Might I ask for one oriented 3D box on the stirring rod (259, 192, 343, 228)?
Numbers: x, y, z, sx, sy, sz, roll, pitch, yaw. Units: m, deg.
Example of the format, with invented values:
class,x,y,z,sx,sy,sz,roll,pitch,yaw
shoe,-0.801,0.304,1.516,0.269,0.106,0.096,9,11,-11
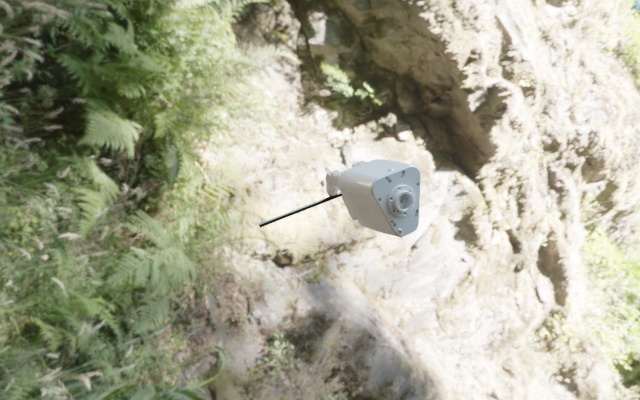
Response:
class,x,y,z,sx,sy,sz,roll,pitch,yaw
stirring rod,0.000,0.003,0.863,0.239,0.011,0.011,-21,8,-21
